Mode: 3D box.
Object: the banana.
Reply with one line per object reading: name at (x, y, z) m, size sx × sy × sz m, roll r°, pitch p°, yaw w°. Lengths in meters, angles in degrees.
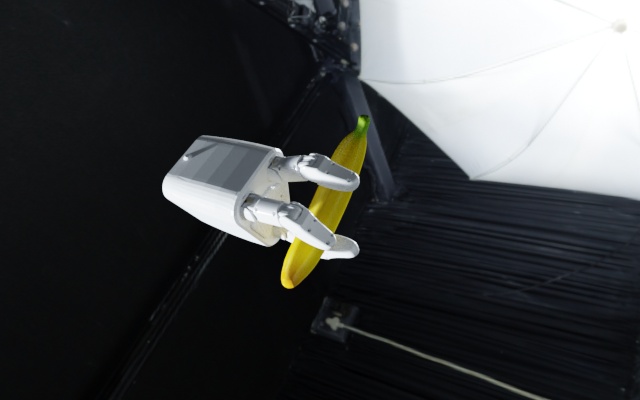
banana at (0.006, 0.003, 0.522) m, size 0.037 × 0.198 × 0.070 m, roll 21°, pitch -8°, yaw 17°
